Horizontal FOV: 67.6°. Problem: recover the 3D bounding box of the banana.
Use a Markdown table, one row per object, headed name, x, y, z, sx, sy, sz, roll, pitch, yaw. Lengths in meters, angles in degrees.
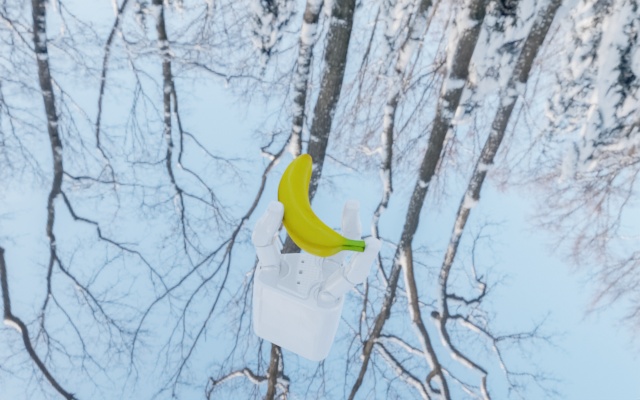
| name | x | y | z | sx | sy | sz | roll | pitch | yaw |
| --- | --- | --- | --- | --- | --- | --- | --- | --- | --- |
| banana | -0.016 | 0.006 | 0.559 | 0.069 | 0.037 | 0.197 | -7 | 38 | -18 |
